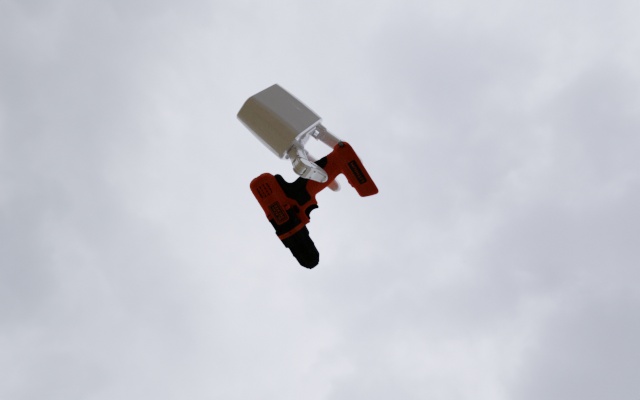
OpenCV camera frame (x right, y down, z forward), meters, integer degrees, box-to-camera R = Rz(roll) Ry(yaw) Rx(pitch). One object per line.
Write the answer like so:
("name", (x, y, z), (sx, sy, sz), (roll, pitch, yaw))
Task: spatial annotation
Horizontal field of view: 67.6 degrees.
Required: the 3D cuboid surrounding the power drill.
("power drill", (0.000, 0.002, 0.803), (0.187, 0.184, 0.057), (-31, 12, 2))
